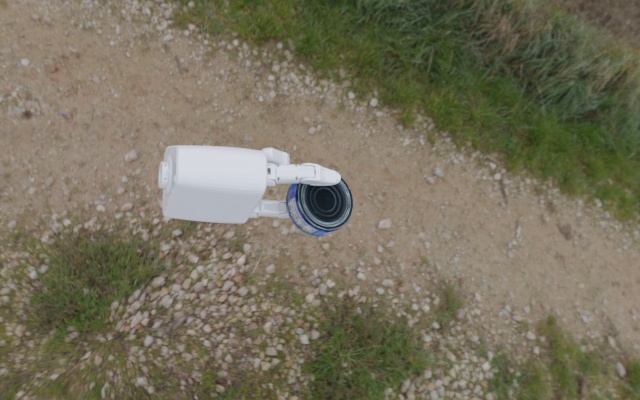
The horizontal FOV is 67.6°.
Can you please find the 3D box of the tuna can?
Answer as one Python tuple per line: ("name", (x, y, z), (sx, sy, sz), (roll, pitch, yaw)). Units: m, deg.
("tuna can", (0.000, 0.002, 0.627), (0.086, 0.086, 0.034), (0, -14, -30))
